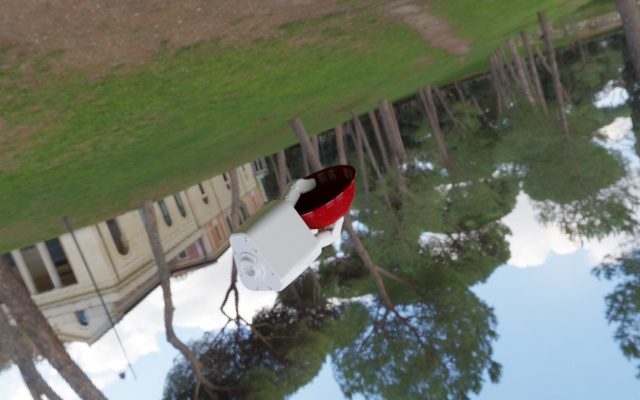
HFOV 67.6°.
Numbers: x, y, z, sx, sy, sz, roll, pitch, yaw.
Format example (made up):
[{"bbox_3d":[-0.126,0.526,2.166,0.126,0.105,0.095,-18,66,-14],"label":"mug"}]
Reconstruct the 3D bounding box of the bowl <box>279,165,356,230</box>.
[{"bbox_3d":[0.001,0.002,0.845,0.162,0.055,0.162,-25,23,12],"label":"bowl"}]
